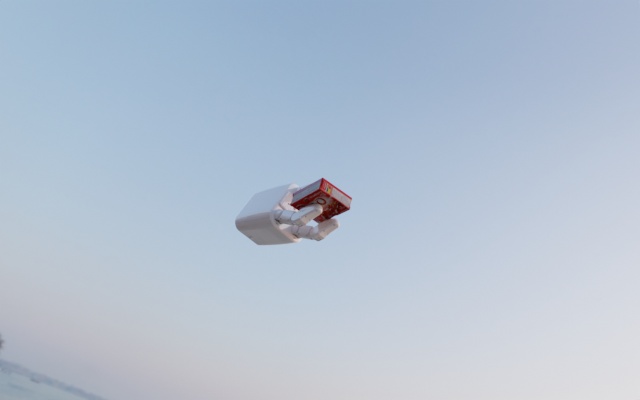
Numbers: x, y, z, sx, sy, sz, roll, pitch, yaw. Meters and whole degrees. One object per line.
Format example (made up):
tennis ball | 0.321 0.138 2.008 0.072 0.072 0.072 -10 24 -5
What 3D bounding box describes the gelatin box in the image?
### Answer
gelatin box | 0.000 0.002 0.860 0.073 0.030 0.089 34 -40 -27
